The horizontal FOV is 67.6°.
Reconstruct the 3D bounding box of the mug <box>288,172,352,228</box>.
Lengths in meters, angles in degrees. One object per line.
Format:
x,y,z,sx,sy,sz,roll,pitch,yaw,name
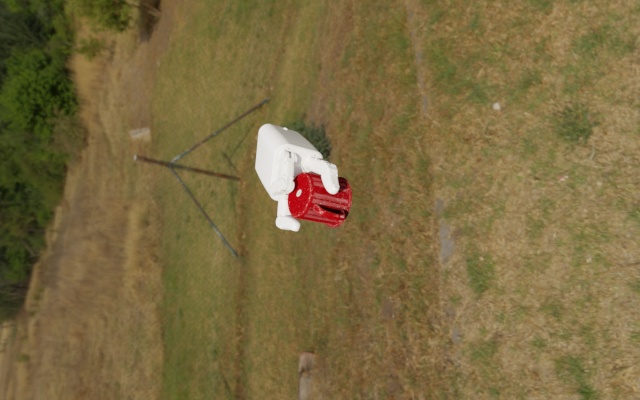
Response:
0.000,0.003,0.825,0.081,0.093,0.117,11,24,-32,mug
